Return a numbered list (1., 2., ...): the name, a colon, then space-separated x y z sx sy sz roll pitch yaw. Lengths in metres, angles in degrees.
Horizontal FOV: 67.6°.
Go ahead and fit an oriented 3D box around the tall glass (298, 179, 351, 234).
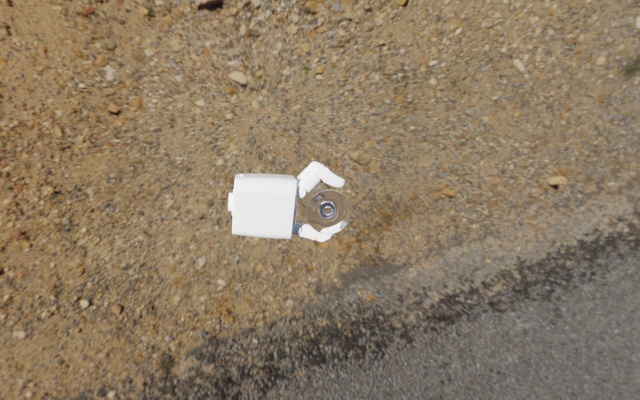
1. tall glass: 0.000 0.003 0.872 0.079 0.079 0.201 0 9 -8
